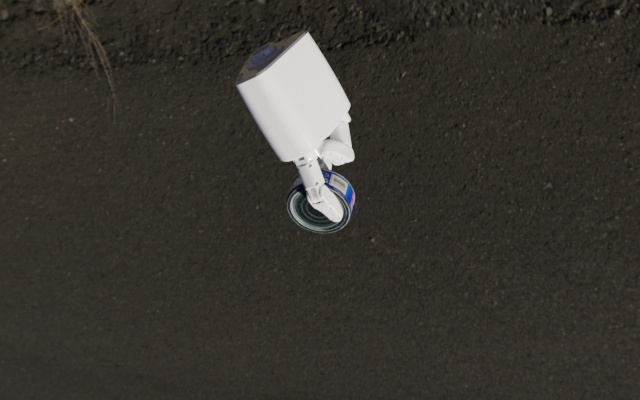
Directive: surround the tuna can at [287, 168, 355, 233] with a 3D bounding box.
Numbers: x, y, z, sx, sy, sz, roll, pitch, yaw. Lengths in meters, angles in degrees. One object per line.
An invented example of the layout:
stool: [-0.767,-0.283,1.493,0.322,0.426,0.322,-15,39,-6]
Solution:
tuna can: [0.000,0.002,0.619,0.086,0.086,0.033,0,40,15]
